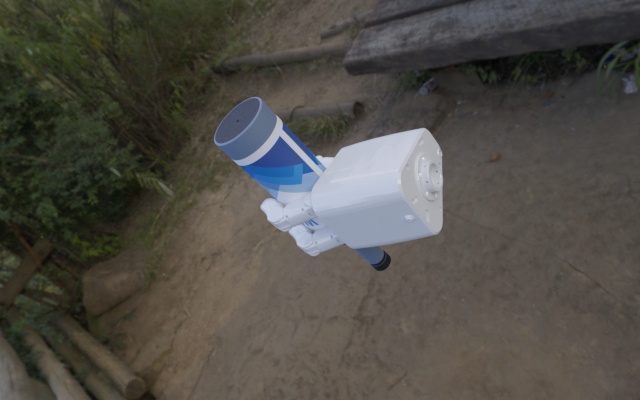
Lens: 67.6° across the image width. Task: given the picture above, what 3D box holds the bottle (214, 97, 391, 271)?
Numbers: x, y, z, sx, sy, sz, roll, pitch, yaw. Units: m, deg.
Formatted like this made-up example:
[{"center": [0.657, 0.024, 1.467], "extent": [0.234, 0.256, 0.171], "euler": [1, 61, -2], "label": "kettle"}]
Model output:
[{"center": [0.000, 0.002, 0.577], "extent": [0.069, 0.069, 0.296], "euler": [0, -35, 45], "label": "bottle"}]
